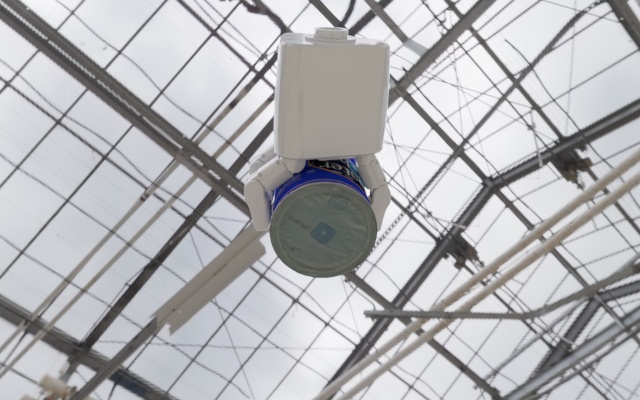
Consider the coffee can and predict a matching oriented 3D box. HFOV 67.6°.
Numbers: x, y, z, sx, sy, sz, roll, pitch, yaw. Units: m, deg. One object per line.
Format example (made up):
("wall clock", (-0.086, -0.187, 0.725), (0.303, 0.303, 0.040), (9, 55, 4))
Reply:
("coffee can", (0.000, 0.002, 0.513), (0.103, 0.103, 0.140), (0, 25, -3))
